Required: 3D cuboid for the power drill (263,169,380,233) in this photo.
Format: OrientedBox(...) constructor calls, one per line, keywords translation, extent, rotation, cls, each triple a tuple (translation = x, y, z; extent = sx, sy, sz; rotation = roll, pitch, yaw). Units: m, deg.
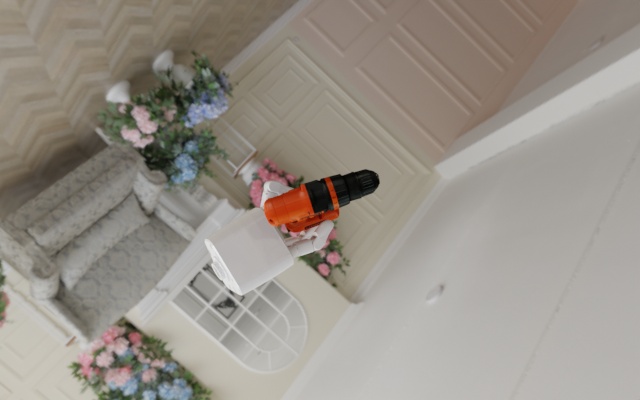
OrientedBox(translation=(0.000, 0.003, 0.800), extent=(0.184, 0.057, 0.188), rotation=(-16, -9, -5), cls="power drill")
